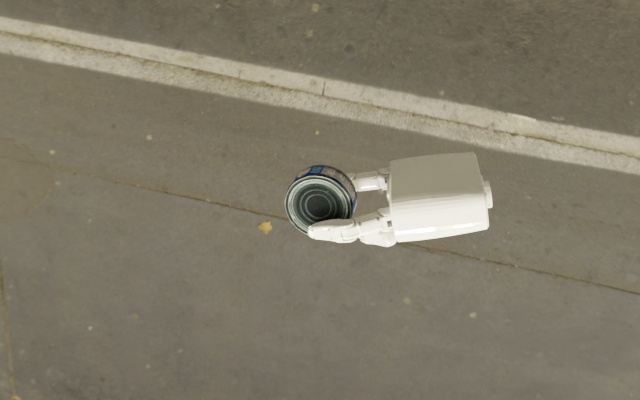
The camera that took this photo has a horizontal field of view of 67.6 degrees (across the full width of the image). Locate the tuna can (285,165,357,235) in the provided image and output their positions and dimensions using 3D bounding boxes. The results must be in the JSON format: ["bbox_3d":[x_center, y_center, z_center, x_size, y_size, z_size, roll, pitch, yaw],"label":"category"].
[{"bbox_3d":[0.000,0.002,0.584,0.086,0.086,0.033,0,25,14],"label":"tuna can"}]
